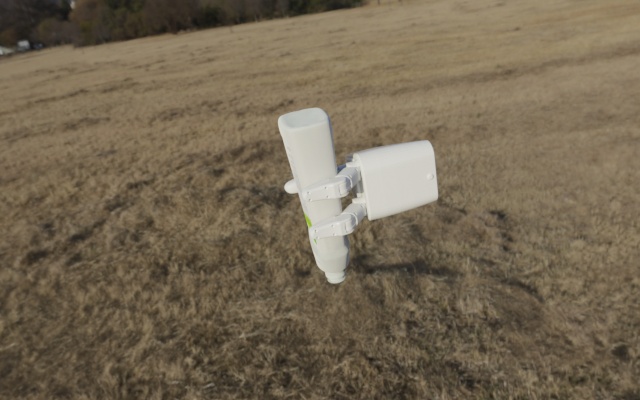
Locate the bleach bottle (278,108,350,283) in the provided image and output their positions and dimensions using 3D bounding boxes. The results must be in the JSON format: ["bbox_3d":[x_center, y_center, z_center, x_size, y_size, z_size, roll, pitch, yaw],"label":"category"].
[{"bbox_3d":[0.000,0.002,0.684,0.068,0.251,0.102,-14,24,-5],"label":"bleach bottle"}]
